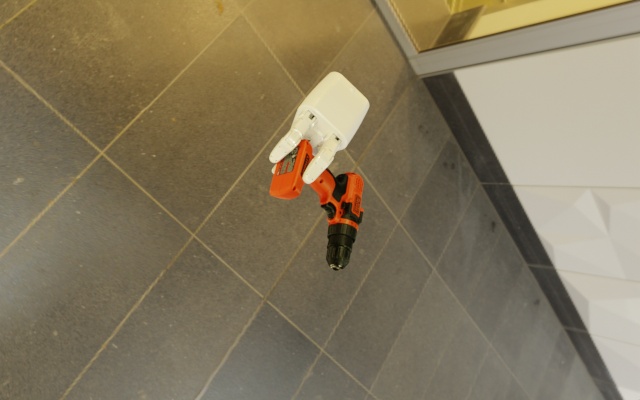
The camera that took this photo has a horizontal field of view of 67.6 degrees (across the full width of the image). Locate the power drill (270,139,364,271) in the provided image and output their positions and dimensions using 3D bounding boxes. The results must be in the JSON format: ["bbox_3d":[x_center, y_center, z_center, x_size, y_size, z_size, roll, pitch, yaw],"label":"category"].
[{"bbox_3d":[0.000,0.002,0.790,0.057,0.184,0.188,-13,-37,35],"label":"power drill"}]
